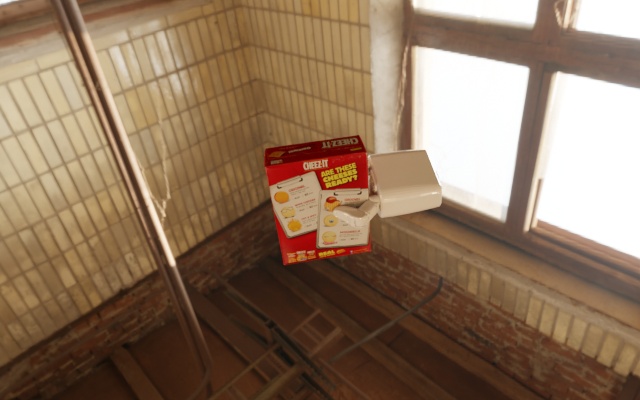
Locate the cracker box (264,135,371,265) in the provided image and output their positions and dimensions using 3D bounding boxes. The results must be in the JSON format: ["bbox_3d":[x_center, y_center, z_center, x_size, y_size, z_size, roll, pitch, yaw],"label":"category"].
[{"bbox_3d":[0.000,0.003,0.829,0.164,0.214,0.072,-9,36,-3],"label":"cracker box"}]
